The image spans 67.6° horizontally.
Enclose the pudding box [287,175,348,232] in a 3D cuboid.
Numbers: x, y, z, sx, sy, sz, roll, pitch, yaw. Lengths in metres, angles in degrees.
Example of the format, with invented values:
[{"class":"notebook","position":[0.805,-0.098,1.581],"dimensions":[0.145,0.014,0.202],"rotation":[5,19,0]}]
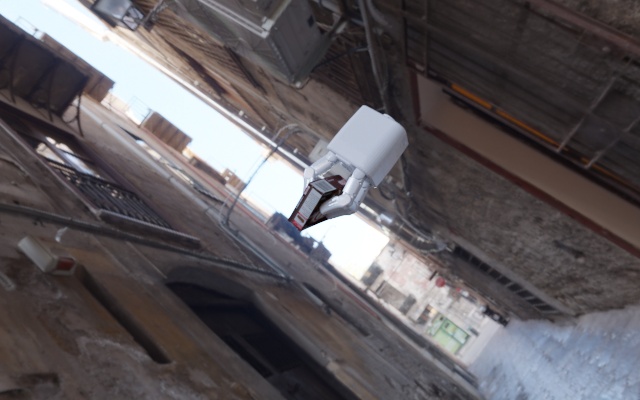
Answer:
[{"class":"pudding box","position":[0.000,0.003,0.875],"dimensions":[0.039,0.090,0.113],"rotation":[40,27,20]}]
